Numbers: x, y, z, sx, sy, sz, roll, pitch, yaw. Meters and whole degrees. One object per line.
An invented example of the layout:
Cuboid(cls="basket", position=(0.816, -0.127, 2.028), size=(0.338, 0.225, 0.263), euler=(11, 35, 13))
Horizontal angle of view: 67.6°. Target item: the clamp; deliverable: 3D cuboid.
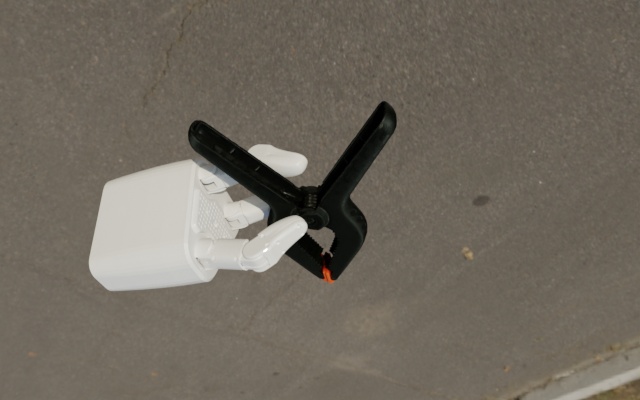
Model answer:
Cuboid(cls="clamp", position=(0.000, 0.002, 0.425), size=(0.164, 0.036, 0.210), euler=(-8, -46, 17))
